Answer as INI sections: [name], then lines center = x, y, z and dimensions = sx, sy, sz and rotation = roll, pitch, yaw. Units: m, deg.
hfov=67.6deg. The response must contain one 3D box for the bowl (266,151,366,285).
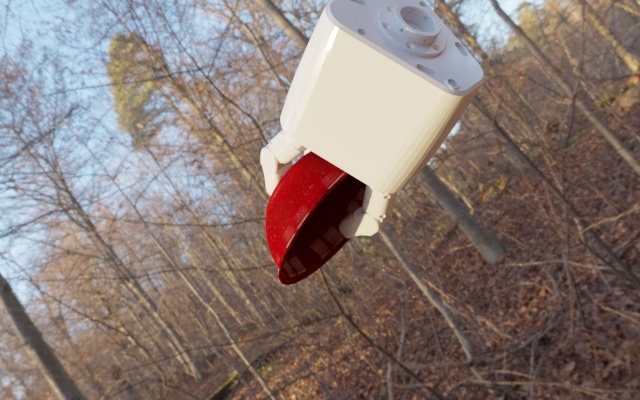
[bowl]
center = -0.001, 0.002, 0.453
dimensions = 0.055, 0.162, 0.162
rotation = 39, 15, 19
